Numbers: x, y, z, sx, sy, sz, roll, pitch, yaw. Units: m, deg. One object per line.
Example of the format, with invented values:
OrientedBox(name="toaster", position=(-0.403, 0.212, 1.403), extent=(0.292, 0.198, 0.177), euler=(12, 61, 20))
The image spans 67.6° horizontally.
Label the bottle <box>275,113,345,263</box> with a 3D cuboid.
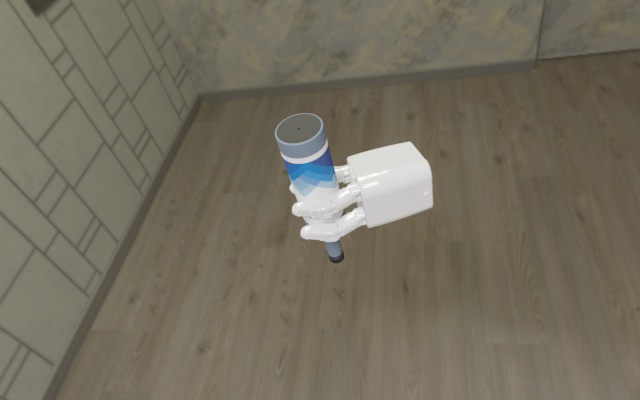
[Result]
OrientedBox(name="bottle", position=(0.000, 0.002, 0.741), extent=(0.069, 0.069, 0.296), euler=(0, -42, 15))
